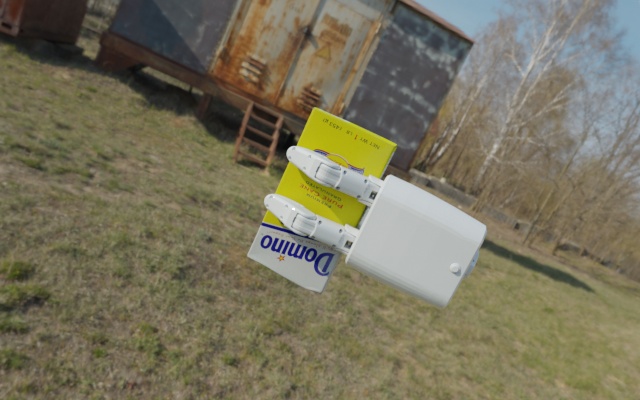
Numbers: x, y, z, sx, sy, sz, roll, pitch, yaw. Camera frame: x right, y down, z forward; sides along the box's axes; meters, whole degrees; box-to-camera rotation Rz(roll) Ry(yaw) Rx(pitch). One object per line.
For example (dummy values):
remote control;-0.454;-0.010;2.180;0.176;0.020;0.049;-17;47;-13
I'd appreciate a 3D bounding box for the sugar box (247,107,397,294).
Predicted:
sugar box;0.000;0.002;0.504;0.093;0.176;0.048;26;11;7
